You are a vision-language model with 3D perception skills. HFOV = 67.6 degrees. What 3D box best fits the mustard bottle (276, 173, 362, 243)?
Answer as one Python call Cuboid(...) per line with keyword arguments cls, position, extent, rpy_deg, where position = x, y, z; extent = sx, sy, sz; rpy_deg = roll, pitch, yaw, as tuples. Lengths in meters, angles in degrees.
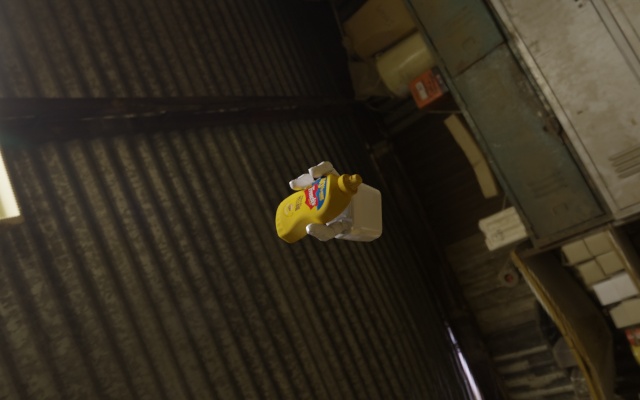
Cuboid(cls="mustard bottle", position=(0.000, 0.003, 0.888), extent=(0.192, 0.096, 0.058), rpy_deg=(-30, -53, 34))
